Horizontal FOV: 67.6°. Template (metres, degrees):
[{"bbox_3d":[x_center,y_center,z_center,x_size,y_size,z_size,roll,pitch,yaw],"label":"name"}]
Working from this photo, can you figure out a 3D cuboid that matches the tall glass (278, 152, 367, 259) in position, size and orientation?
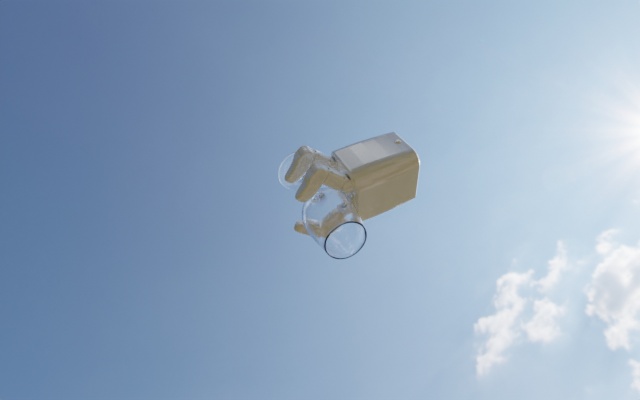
[{"bbox_3d":[0.000,0.002,0.712,0.079,0.079,0.201,0,31,-23],"label":"tall glass"}]
